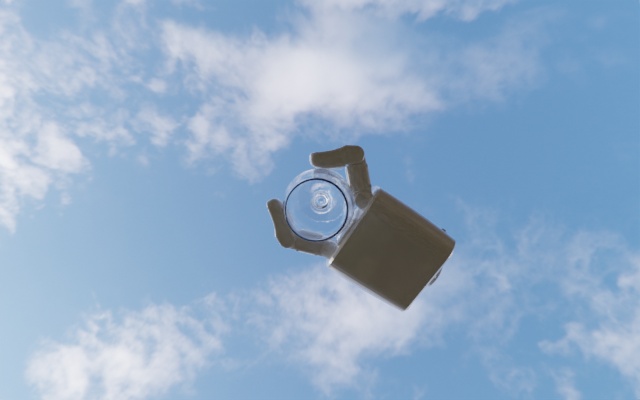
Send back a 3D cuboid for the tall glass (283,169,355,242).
[{"bbox_3d":[0.000,0.002,0.555,0.079,0.079,0.201,0,4,3],"label":"tall glass"}]
